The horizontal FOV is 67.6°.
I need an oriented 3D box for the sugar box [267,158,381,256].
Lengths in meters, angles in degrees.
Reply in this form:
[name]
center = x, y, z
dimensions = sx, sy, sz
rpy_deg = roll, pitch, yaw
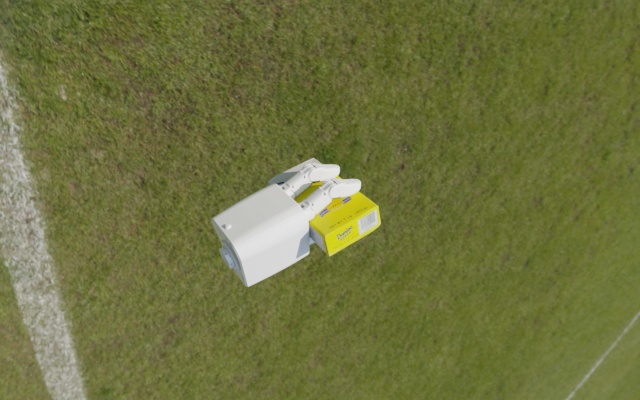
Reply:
[sugar box]
center = 0.000, 0.002, 0.714
dimensions = 0.093, 0.048, 0.176
rpy_deg = -28, 42, -20
